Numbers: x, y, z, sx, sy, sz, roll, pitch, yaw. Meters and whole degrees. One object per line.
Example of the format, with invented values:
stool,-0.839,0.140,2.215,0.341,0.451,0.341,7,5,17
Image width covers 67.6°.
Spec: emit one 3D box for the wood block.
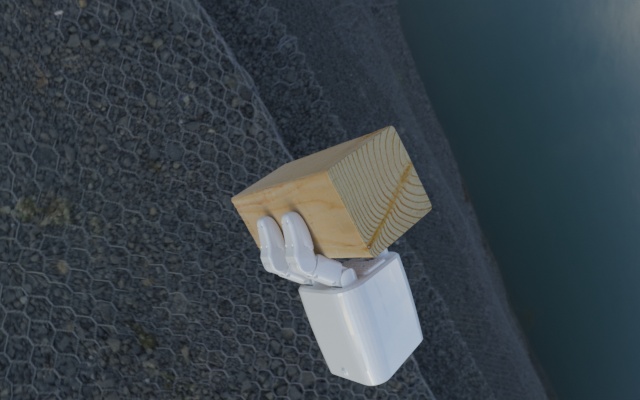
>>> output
wood block,0.001,0.002,0.505,0.090,0.090,0.206,-35,13,-31
